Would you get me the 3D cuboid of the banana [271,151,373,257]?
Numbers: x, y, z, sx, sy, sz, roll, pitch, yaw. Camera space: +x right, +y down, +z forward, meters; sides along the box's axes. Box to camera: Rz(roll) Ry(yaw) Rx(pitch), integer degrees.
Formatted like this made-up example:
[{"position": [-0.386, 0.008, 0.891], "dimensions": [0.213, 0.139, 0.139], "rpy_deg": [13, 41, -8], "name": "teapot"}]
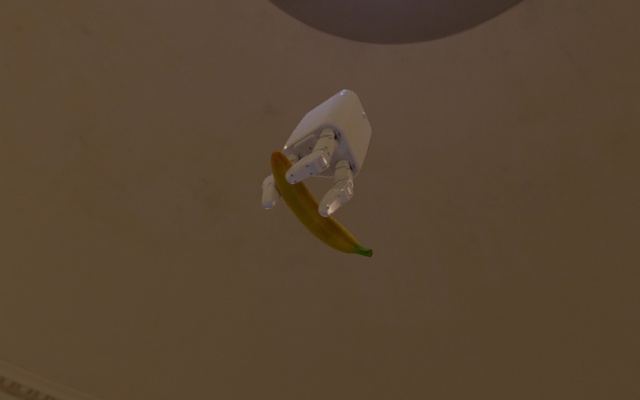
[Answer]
[{"position": [-0.009, 0.011, 0.674], "dimensions": [0.070, 0.198, 0.037], "rpy_deg": [-30, 20, 47], "name": "banana"}]
